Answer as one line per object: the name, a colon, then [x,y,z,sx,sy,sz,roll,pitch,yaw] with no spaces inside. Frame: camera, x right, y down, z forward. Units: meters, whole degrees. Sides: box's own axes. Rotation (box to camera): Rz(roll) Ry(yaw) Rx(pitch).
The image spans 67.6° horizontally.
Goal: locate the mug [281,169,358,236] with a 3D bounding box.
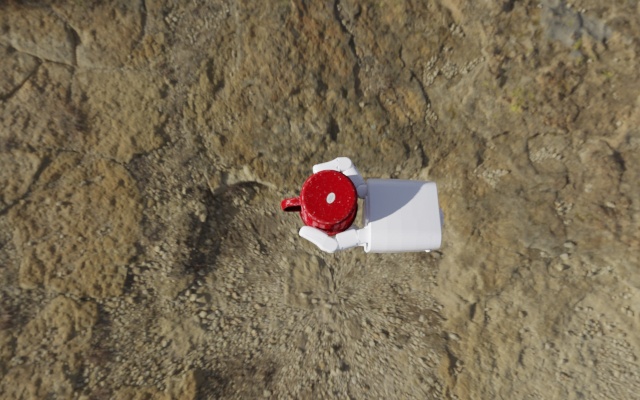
mug: [-0.001,0.002,0.705,0.117,0.093,0.081,-2,-11,-1]
